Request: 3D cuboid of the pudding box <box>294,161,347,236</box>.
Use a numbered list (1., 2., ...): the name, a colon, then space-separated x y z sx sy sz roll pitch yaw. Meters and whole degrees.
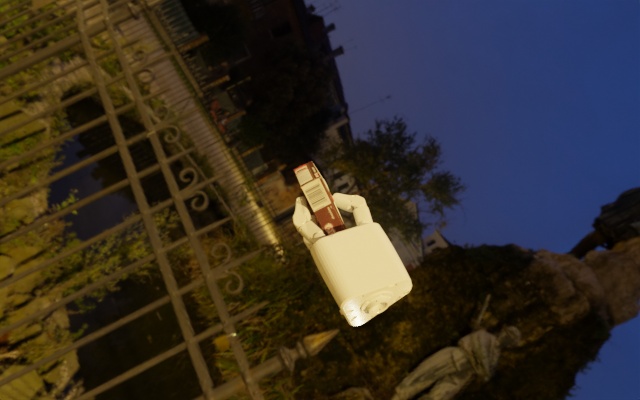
1. pudding box: 0.000 0.002 0.769 0.039 0.113 0.090 -25 23 -2
